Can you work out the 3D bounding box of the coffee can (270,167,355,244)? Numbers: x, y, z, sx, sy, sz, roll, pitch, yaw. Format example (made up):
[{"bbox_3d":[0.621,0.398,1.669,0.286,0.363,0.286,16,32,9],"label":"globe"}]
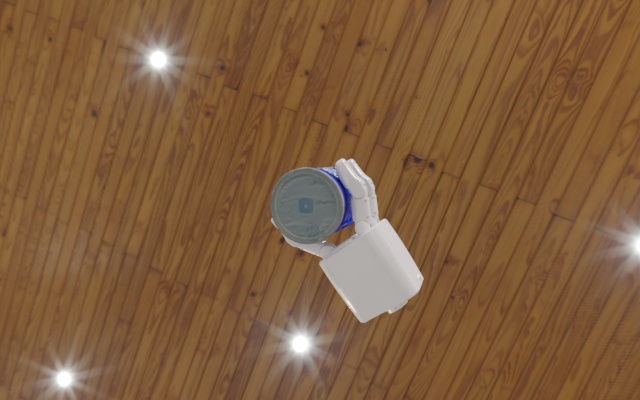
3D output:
[{"bbox_3d":[0.000,0.002,0.699,0.103,0.103,0.140,0,5,17],"label":"coffee can"}]
